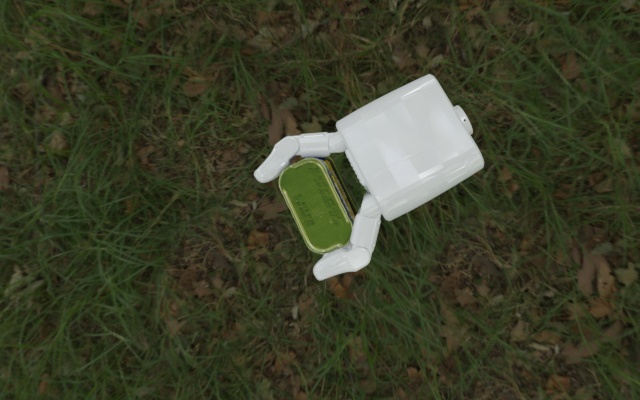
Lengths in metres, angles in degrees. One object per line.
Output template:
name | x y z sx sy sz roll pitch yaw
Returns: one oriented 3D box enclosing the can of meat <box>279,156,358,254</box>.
can of meat | 0.000 0.002 0.512 0.057 0.102 0.084 -25 3 8
